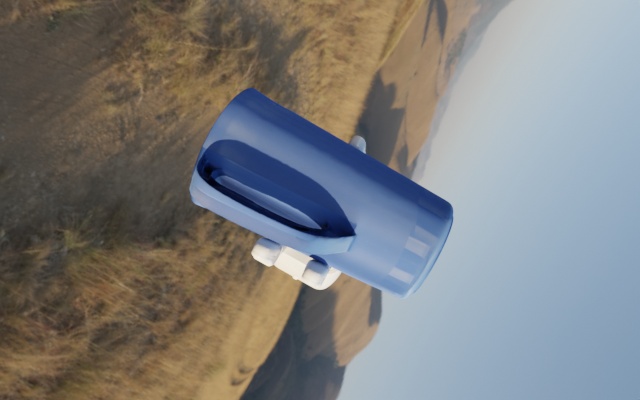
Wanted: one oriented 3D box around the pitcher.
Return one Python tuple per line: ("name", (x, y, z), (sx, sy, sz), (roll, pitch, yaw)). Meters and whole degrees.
("pitcher", (0.000, 0.002, 0.475), (0.243, 0.149, 0.145), (28, -21, 6))
